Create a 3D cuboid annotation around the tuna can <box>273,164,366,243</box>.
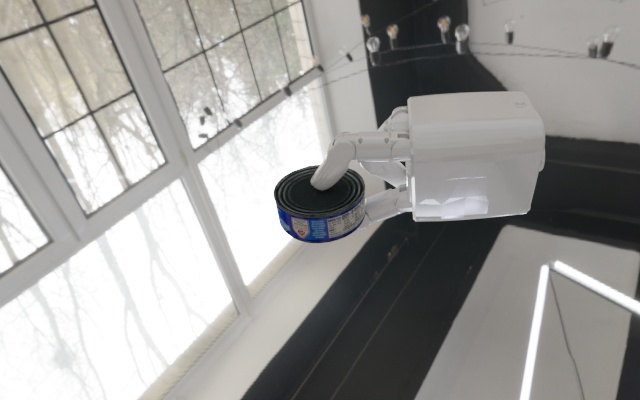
[{"bbox_3d":[0.000,0.002,0.453,0.086,0.034,0.086,-5,35,3],"label":"tuna can"}]
